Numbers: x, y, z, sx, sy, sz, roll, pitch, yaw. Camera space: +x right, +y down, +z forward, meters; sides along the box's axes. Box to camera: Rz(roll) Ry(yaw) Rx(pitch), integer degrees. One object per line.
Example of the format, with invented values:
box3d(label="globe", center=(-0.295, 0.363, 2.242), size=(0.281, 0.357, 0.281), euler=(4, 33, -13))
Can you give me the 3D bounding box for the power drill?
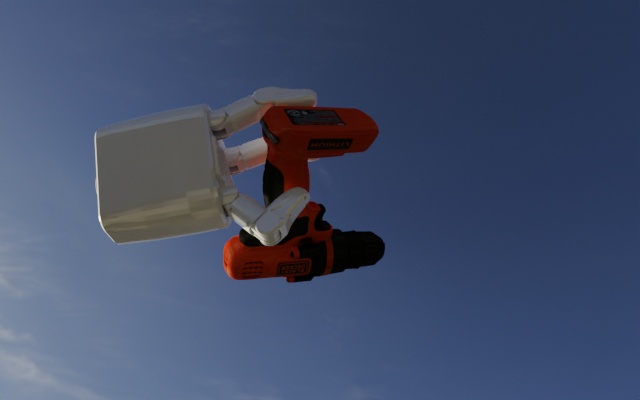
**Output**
box3d(label="power drill", center=(0.000, 0.001, 0.485), size=(0.184, 0.188, 0.057), euler=(-3, 33, -24))
